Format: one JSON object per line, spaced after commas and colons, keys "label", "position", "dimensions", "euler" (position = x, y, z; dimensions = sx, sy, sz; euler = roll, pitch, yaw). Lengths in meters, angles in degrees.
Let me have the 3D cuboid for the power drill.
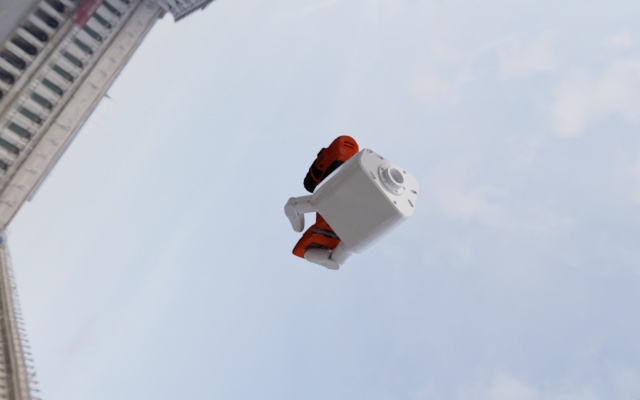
{"label": "power drill", "position": [0.000, 0.003, 0.802], "dimensions": [0.057, 0.187, 0.184], "euler": [16, -25, -14]}
